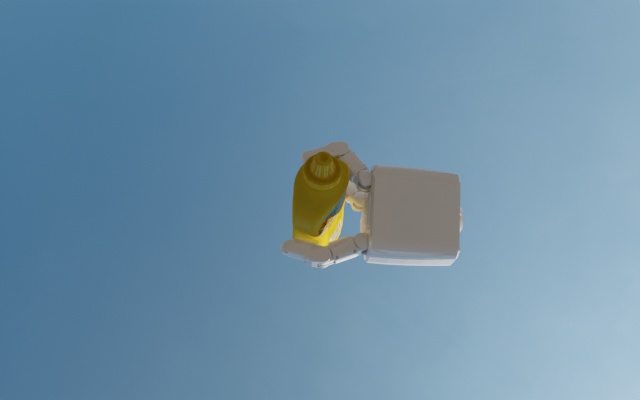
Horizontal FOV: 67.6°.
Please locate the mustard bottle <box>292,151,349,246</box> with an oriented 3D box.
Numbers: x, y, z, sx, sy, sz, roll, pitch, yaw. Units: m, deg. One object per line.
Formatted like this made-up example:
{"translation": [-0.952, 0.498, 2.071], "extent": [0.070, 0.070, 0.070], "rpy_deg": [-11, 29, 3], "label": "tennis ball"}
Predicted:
{"translation": [0.000, 0.002, 0.570], "extent": [0.058, 0.096, 0.192], "rpy_deg": [26, -26, 10], "label": "mustard bottle"}
